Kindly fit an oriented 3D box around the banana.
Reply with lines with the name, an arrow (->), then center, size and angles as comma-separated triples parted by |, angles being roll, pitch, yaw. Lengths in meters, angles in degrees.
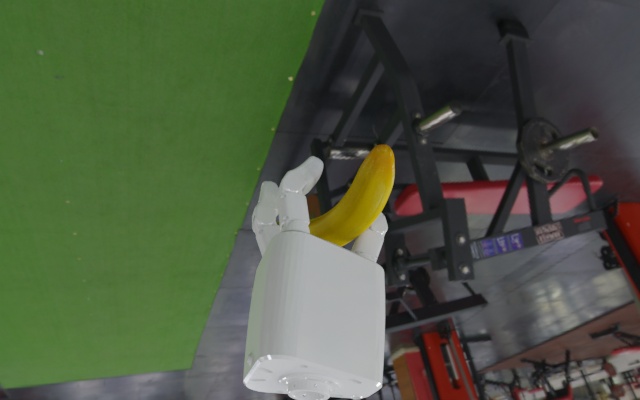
banana -> 0.011, 0.014, 0.466 | 0.070, 0.037, 0.198 | 42, -45, -20
